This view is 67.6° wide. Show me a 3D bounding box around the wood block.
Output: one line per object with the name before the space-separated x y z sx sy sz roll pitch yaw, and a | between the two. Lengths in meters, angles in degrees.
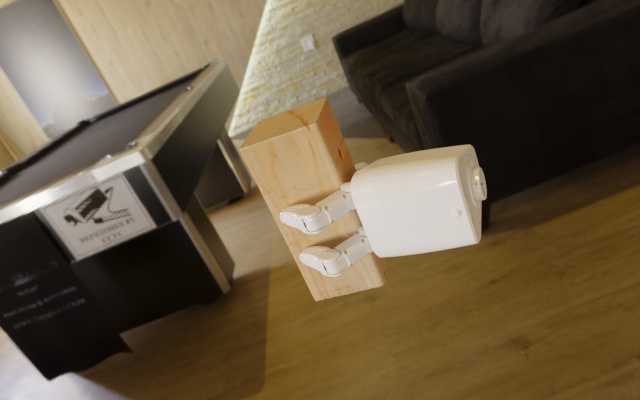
wood block | 0.000 0.001 0.550 0.090 0.206 0.090 -16 25 16
